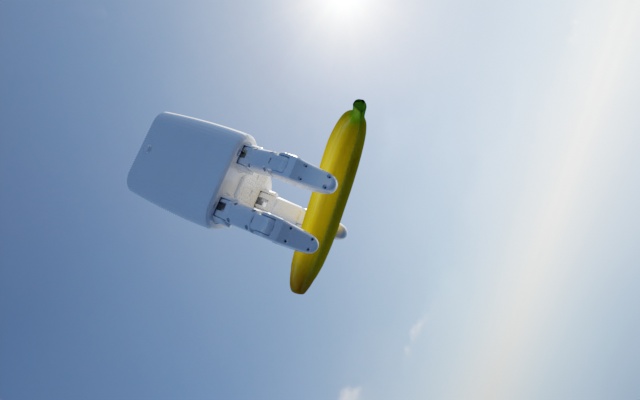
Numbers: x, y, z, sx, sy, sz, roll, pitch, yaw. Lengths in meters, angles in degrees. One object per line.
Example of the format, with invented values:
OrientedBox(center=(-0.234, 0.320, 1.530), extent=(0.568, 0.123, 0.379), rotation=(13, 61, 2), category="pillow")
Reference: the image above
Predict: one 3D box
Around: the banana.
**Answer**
OrientedBox(center=(0.007, -0.005, 0.469), extent=(0.037, 0.198, 0.069), rotation=(20, 17, 13), category="banana")
